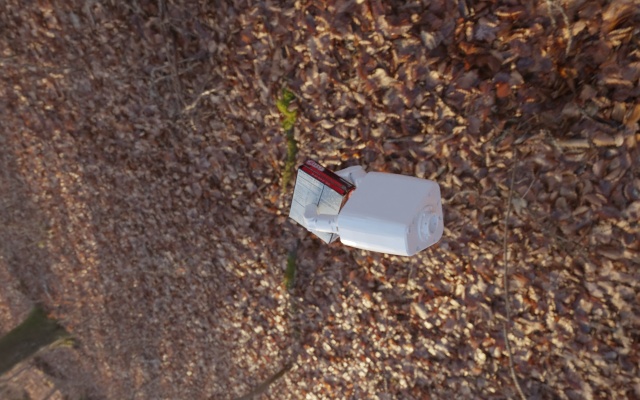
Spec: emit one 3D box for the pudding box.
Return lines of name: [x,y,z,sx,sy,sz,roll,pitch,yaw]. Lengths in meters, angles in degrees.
pudding box: [0.000,0.003,0.751,0.090,0.114,0.039,34,44,20]
